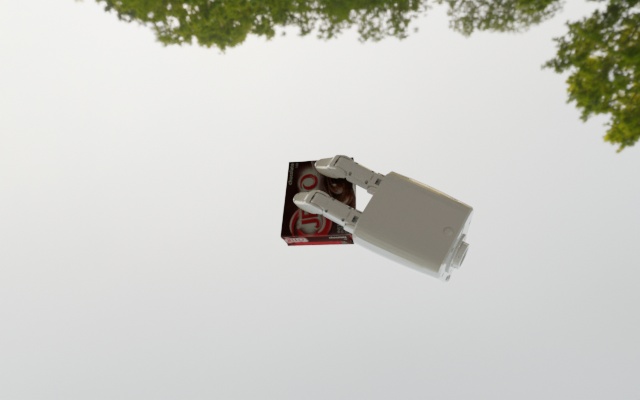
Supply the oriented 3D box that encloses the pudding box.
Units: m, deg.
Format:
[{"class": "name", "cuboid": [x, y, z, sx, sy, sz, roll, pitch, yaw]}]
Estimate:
[{"class": "pudding box", "cuboid": [0.000, 0.002, 0.617, 0.090, 0.113, 0.039, -3, -30, 13]}]
